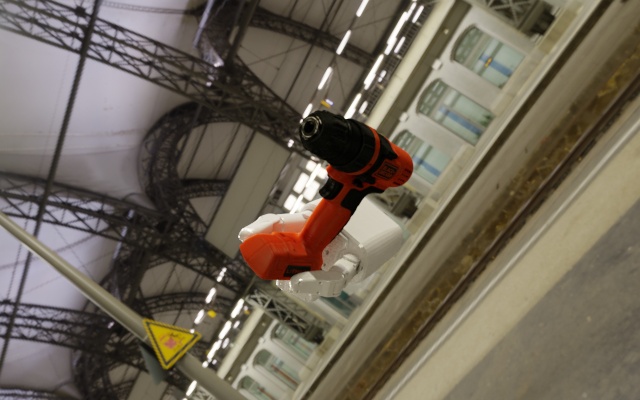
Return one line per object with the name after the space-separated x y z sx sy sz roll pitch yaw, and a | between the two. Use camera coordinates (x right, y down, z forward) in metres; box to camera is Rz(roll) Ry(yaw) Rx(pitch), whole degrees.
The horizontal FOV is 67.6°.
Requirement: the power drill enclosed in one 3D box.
0.000 0.002 0.497 0.184 0.188 0.057 16 30 -53 | power drill
